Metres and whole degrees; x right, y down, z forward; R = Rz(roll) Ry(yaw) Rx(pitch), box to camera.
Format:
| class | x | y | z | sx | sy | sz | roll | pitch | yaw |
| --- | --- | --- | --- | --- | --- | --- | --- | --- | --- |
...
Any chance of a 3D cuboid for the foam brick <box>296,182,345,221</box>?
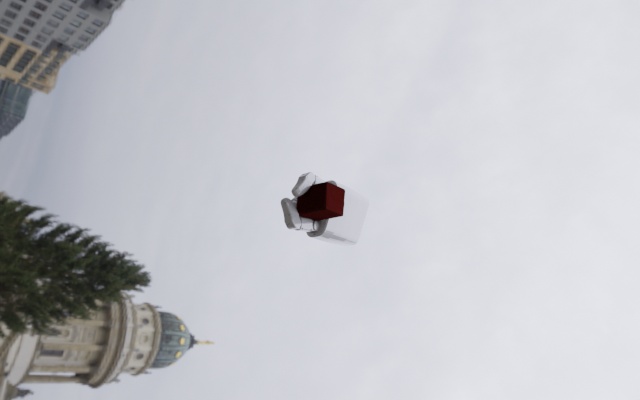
| class | x | y | z | sx | sy | sz | roll | pitch | yaw |
| --- | --- | --- | --- | --- | --- | --- | --- | --- | --- |
| foam brick | 0.000 | 0.003 | 0.878 | 0.078 | 0.053 | 0.051 | -12 | -24 | 44 |
